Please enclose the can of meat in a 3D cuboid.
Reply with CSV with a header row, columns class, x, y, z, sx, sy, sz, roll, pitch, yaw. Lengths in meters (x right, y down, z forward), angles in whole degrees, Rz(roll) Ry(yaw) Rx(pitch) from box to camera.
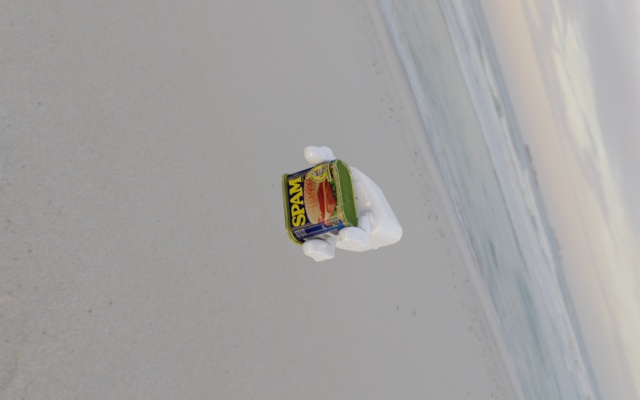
class,x,y,z,sx,sy,sz,roll,pitch,yaw
can of meat,0.000,0.002,0.640,0.084,0.102,0.057,-17,-24,24
